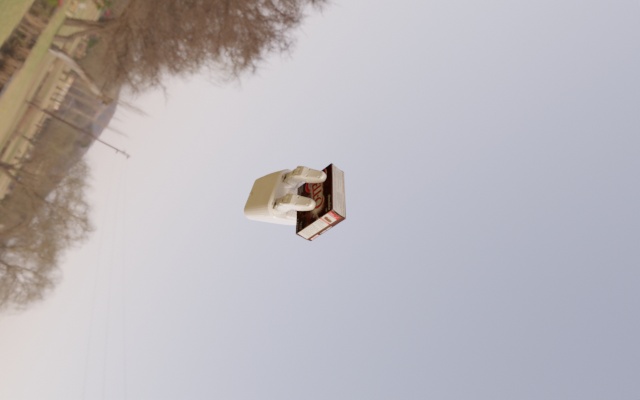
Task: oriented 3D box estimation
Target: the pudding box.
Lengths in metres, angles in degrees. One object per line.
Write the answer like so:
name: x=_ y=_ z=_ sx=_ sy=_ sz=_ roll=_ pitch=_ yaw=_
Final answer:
pudding box: x=0.000 y=0.003 z=0.829 sx=0.039 sy=0.113 sz=0.090 roll=30 pitch=-50 yaw=-32
